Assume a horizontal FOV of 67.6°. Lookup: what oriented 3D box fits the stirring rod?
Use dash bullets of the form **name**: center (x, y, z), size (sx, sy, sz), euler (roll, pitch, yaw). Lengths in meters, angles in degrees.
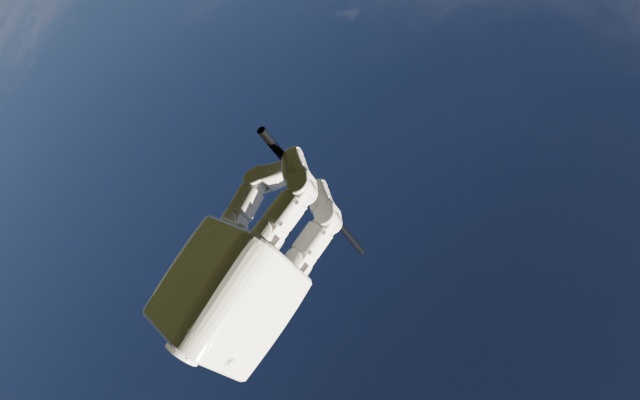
- **stirring rod**: center (0.000, 0.002, 0.496), size (0.011, 0.011, 0.240), euler (0, -31, 29)
